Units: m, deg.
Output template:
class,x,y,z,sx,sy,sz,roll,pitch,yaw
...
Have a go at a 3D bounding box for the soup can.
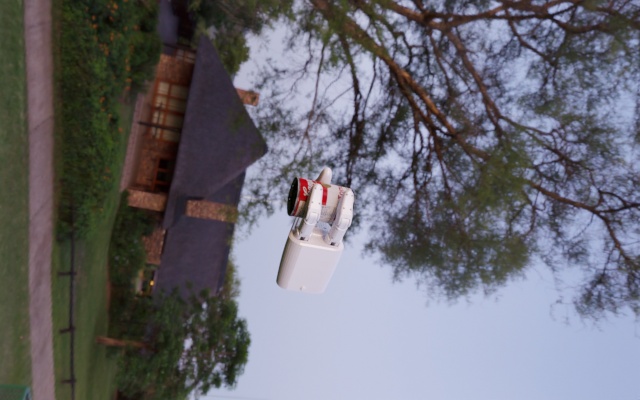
class,x,y,z,sx,sy,sz,roll,pitch,yaw
soup can,0.001,0.002,0.822,0.102,0.068,0.068,11,-3,-16
